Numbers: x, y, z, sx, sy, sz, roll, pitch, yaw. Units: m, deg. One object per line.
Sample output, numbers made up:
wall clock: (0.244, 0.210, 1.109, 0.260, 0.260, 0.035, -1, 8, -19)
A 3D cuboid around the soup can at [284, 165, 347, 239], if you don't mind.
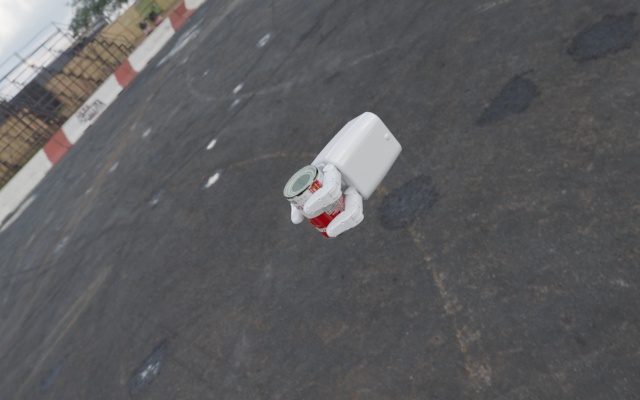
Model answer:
soup can: (0.000, 0.003, 0.745, 0.102, 0.068, 0.068, 46, -26, -28)
